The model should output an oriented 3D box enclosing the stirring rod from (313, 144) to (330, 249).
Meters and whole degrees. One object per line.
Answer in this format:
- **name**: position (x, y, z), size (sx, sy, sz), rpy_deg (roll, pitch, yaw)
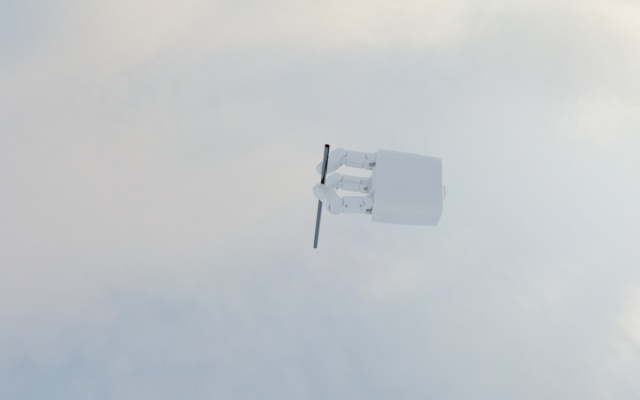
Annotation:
- **stirring rod**: position (0.000, 0.003, 0.776), size (0.011, 0.011, 0.240), rpy_deg (0, -43, -6)
